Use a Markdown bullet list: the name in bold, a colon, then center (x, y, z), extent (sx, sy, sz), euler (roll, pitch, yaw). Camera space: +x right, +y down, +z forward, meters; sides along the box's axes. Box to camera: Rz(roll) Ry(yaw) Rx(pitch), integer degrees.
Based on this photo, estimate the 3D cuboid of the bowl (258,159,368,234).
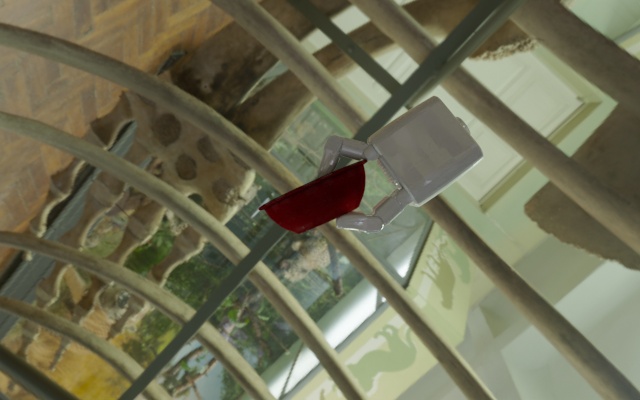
- **bowl**: center (-0.001, 0.003, 0.646), extent (0.162, 0.055, 0.162), euler (-24, 0, 0)
